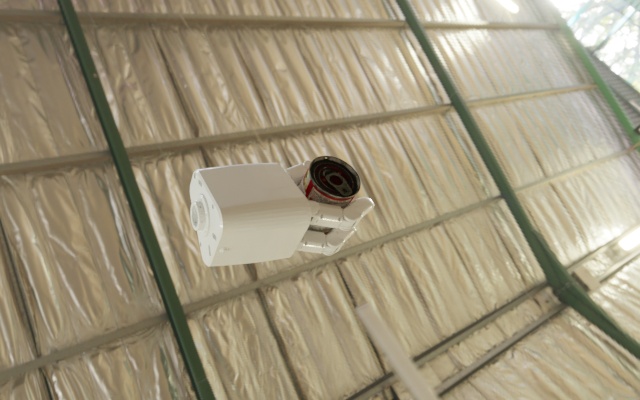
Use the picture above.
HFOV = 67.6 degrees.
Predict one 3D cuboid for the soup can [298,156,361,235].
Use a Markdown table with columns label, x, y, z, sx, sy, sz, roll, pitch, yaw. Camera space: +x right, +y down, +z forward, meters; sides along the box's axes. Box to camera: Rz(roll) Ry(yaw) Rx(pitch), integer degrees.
| label | x | y | z | sx | sy | sz | roll | pitch | yaw |
| --- | --- | --- | --- | --- | --- | --- | --- | --- | --- |
| soup can | 0.000 | 0.002 | 0.613 | 0.068 | 0.068 | 0.102 | 0 | -39 | -27 |
